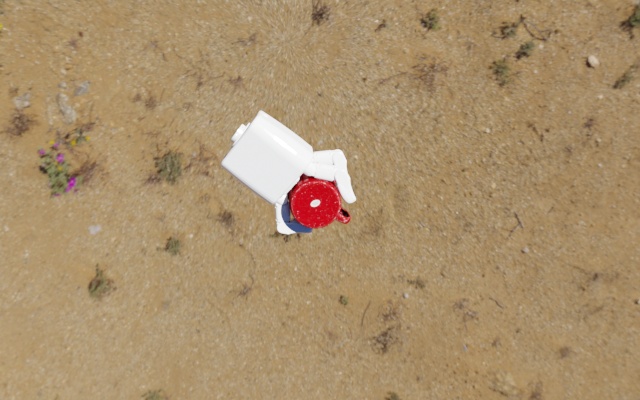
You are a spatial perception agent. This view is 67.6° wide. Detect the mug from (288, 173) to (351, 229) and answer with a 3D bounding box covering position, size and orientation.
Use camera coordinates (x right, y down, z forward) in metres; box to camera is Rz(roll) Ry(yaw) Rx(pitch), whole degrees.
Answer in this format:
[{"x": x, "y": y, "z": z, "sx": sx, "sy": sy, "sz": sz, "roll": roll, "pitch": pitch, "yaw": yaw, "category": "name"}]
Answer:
[{"x": 0.001, "y": 0.004, "z": 0.783, "sx": 0.117, "sy": 0.093, "sz": 0.081, "roll": 36, "pitch": 13, "yaw": -13, "category": "mug"}]
